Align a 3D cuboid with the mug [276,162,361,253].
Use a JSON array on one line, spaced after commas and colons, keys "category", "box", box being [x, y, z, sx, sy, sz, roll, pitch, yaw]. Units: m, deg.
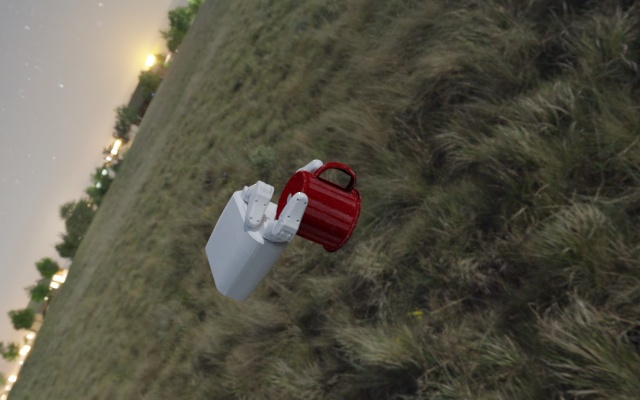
[{"category": "mug", "box": [0.001, 0.001, 0.621, 0.081, 0.117, 0.093, 23, 24, -23]}]
